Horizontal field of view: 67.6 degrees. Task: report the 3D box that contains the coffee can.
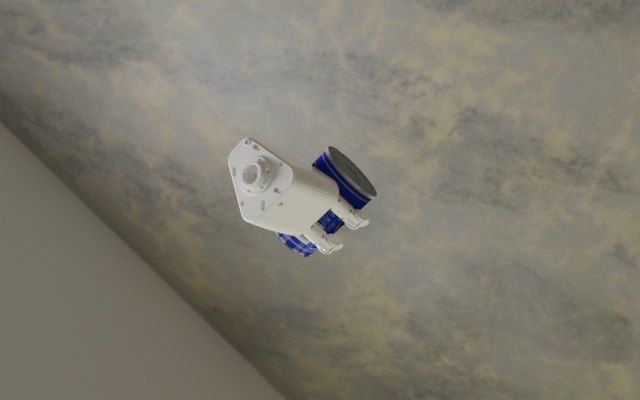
[{"bbox_3d":[0.000,0.002,0.726,0.140,0.103,0.103,-44,-15,16],"label":"coffee can"}]
